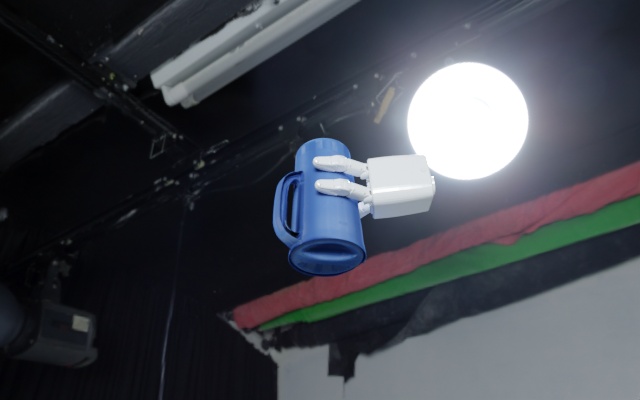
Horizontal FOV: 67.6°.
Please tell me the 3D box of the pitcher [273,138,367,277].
[{"bbox_3d":[0.000,0.003,0.868,0.145,0.242,0.149,-7,-36,6],"label":"pitcher"}]
